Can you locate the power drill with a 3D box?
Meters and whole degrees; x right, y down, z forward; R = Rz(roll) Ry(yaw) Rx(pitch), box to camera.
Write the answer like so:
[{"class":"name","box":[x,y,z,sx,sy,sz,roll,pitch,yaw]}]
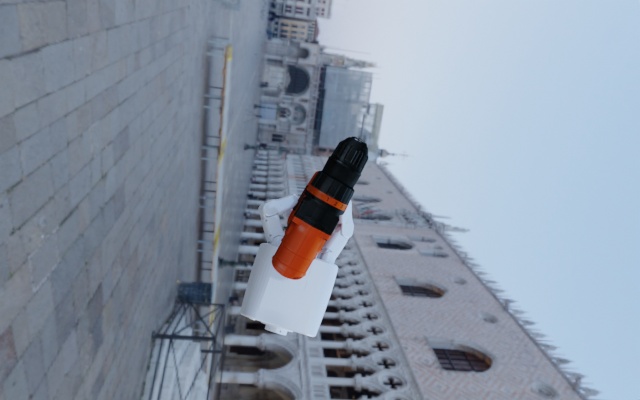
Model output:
[{"class":"power drill","box":[0.000,0.002,0.629,0.057,0.184,0.187,31,4,-1]}]
